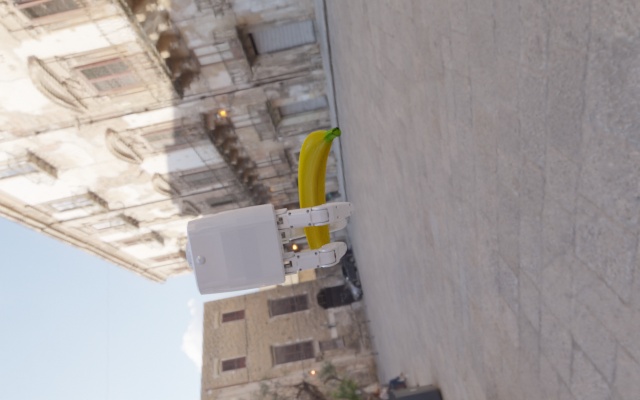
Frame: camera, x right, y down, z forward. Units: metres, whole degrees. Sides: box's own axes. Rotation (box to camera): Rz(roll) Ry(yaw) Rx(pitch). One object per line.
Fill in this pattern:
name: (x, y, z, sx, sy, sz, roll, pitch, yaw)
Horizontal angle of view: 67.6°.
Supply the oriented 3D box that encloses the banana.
banana: (-0.006, -0.009, 0.625, 0.037, 0.198, 0.069, -8, 30, -18)
